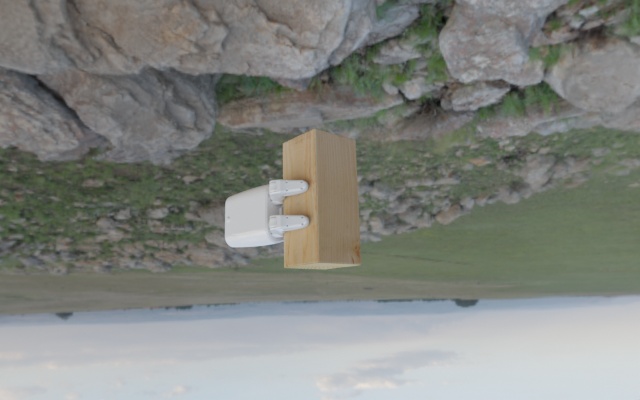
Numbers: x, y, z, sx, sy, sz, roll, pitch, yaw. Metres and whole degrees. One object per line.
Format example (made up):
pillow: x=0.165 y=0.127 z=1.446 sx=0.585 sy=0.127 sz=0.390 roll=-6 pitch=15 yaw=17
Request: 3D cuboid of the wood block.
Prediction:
wood block: x=0.000 y=0.003 z=0.768 sx=0.091 sy=0.206 sz=0.090 roll=9 pitch=-17 yaw=-39
